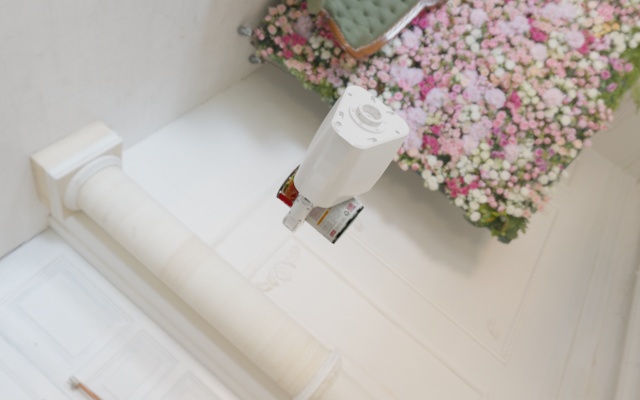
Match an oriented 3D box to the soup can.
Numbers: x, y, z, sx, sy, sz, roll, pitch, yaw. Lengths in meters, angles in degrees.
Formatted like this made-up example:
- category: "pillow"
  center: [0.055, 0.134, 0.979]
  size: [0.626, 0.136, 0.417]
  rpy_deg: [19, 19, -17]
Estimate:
- category: "soup can"
  center: [0.000, 0.003, 0.649]
  size: [0.102, 0.068, 0.068]
  rpy_deg: [40, 5, 6]
